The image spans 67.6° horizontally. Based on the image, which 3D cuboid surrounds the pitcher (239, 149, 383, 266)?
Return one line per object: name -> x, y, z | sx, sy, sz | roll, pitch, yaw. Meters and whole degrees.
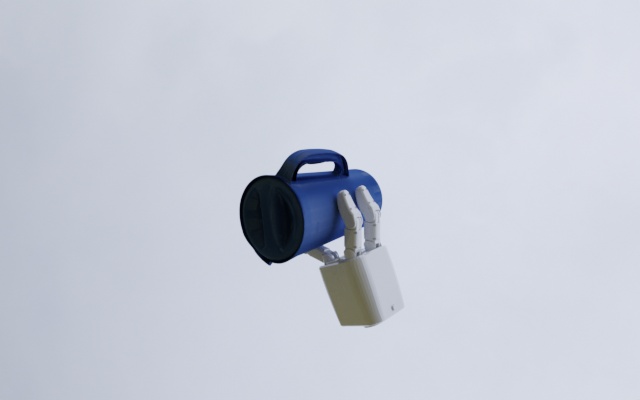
pitcher -> 0.000, 0.003, 0.782 | 0.149, 0.145, 0.243 | -25, -7, 39
